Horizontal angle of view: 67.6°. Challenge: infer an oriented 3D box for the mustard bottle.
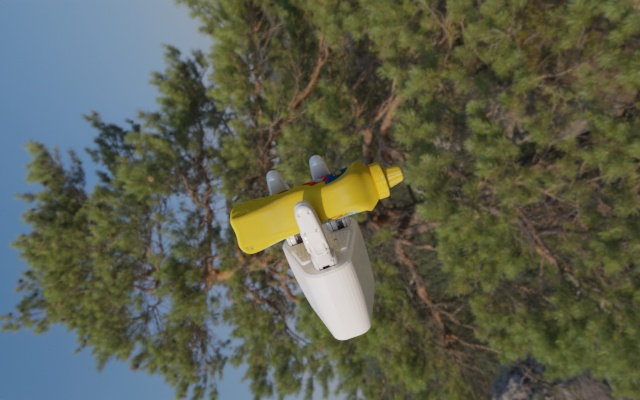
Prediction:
[{"bbox_3d":[0.000,0.002,0.536,0.191,0.058,0.096,-20,1,2],"label":"mustard bottle"}]
